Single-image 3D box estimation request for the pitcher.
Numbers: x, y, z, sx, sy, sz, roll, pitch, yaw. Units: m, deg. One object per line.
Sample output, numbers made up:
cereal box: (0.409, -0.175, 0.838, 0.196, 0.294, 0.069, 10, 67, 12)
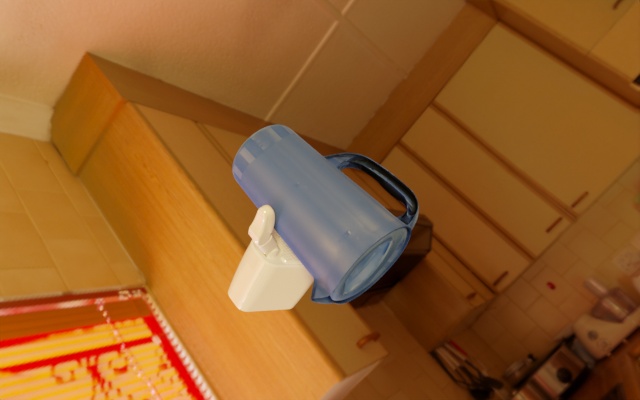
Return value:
pitcher: (0.000, 0.002, 0.636, 0.149, 0.145, 0.242, -13, 51, -48)
